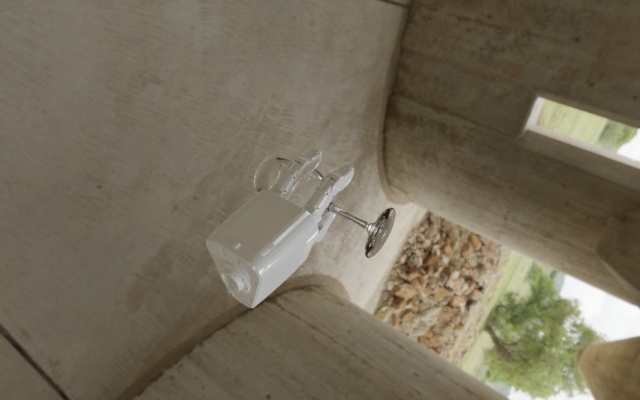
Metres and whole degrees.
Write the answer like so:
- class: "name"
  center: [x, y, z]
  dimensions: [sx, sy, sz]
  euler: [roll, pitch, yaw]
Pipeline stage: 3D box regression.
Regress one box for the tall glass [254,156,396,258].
- class: "tall glass"
  center: [0.001, 0.002, 0.672]
  dimensions: [0.201, 0.079, 0.079]
  euler: [28, 13, 26]
